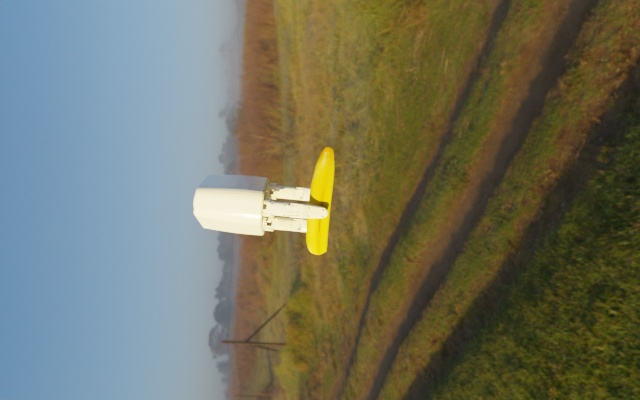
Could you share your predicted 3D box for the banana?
[{"bbox_3d":[-0.001,0.013,0.779,0.037,0.198,0.069,6,25,2],"label":"banana"}]
